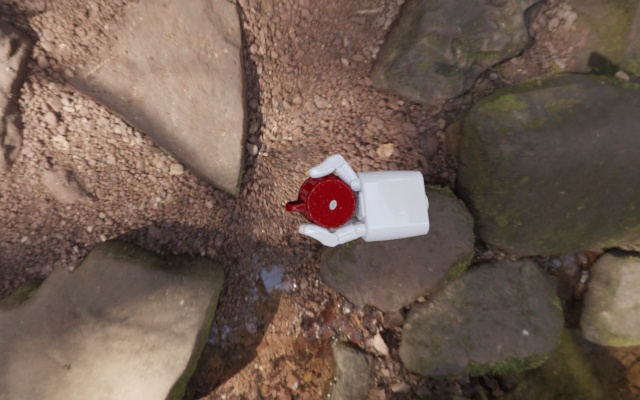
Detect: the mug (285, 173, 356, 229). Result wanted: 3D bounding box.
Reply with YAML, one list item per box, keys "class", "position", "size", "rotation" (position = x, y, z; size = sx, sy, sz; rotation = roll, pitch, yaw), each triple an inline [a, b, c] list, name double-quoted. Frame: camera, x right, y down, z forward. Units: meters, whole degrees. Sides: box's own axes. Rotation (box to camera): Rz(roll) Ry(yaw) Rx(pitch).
- class: "mug"
  position: [-0.001, 0.003, 0.790]
  size: [0.117, 0.093, 0.081]
  rotation: [-6, 6, -8]
